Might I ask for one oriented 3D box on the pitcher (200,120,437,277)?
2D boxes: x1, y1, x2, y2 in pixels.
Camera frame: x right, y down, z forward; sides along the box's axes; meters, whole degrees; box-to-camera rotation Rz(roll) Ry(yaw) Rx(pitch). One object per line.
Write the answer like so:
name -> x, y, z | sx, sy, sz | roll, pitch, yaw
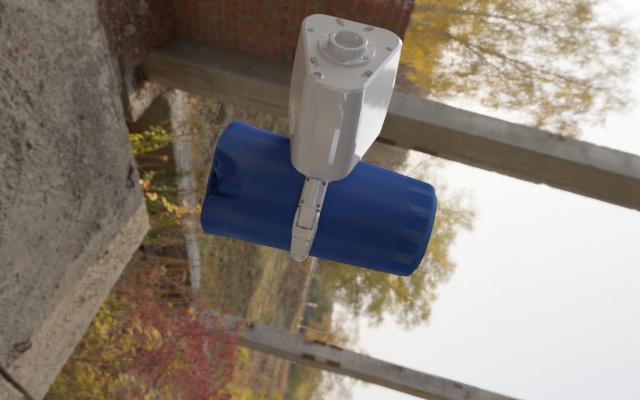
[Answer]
pitcher -> 0.000, 0.002, 0.549 | 0.243, 0.149, 0.145 | 15, -40, 4
